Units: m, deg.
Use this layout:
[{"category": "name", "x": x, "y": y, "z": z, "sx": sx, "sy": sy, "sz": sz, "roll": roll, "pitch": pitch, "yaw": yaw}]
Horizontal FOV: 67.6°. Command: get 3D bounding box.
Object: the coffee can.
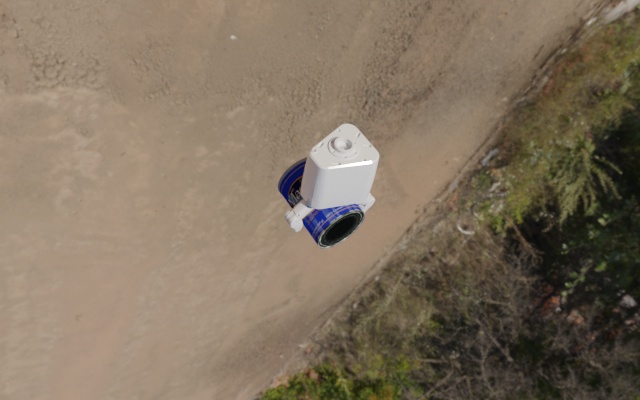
[{"category": "coffee can", "x": 0.000, "y": 0.003, "z": 0.880, "sx": 0.103, "sy": 0.140, "sz": 0.103, "roll": -29, "pitch": -27, "yaw": -16}]
